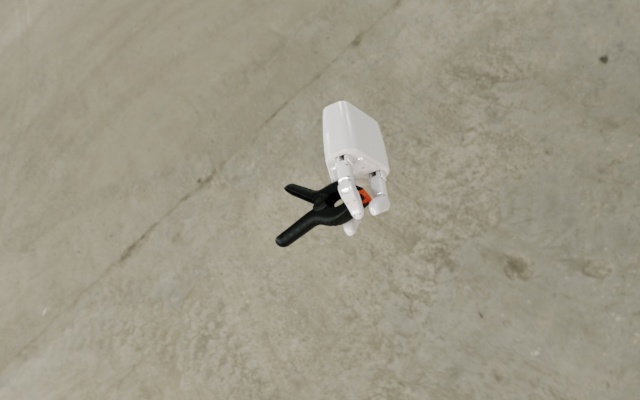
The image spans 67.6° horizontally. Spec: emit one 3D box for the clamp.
[{"bbox_3d":[0.000,0.002,0.782,0.171,0.120,0.039,-19,-34,21],"label":"clamp"}]
